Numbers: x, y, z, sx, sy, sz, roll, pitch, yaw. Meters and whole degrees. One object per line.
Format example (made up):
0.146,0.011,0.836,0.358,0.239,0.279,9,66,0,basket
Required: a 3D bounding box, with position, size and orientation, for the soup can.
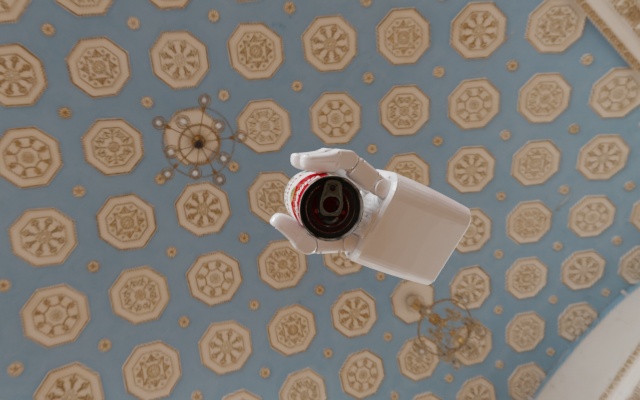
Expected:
0.000,0.002,0.530,0.068,0.068,0.102,0,8,-14,soup can
